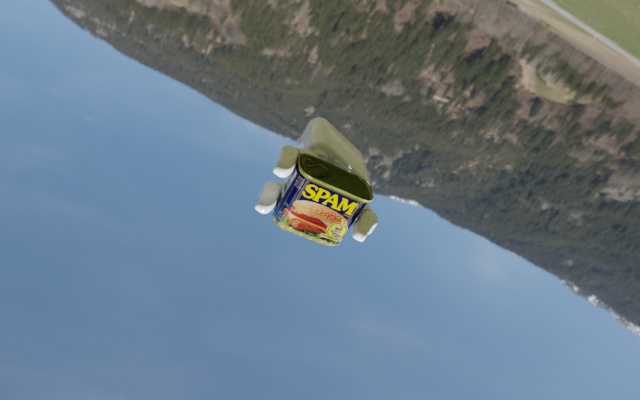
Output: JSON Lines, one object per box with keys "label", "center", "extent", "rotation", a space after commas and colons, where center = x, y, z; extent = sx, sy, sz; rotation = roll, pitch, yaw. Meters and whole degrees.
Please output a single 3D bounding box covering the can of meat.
{"label": "can of meat", "center": [0.000, 0.002, 0.597], "extent": [0.102, 0.084, 0.057], "rotation": [22, 29, -18]}
